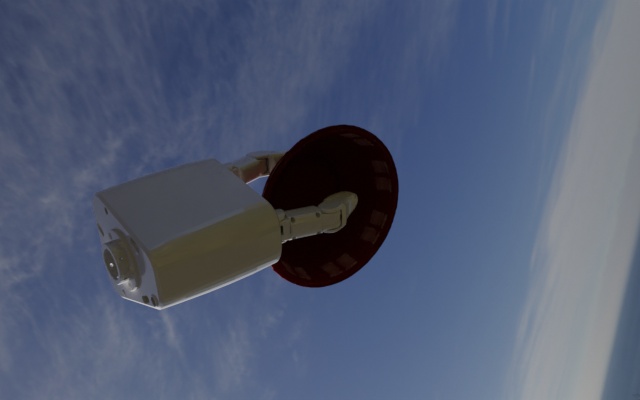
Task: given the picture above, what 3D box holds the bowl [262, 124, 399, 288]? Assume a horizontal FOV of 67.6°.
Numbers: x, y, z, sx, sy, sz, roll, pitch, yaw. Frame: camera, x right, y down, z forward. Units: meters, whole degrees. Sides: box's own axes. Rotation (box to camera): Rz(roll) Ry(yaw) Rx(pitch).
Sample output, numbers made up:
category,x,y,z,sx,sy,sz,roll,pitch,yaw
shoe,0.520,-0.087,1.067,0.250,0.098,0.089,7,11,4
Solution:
category,x,y,z,sx,sy,sz,roll,pitch,yaw
bowl,0.001,0.001,0.474,0.162,0.162,0.055,0,17,-35
